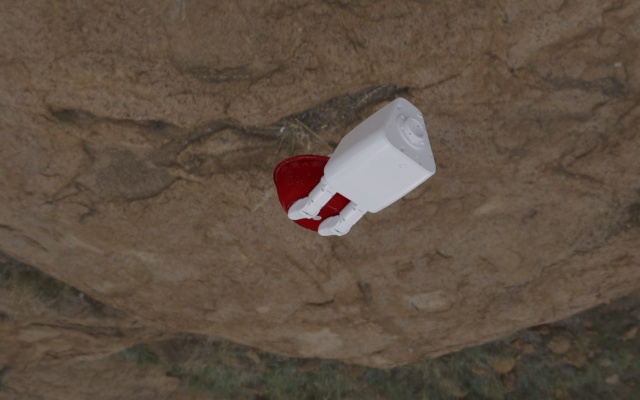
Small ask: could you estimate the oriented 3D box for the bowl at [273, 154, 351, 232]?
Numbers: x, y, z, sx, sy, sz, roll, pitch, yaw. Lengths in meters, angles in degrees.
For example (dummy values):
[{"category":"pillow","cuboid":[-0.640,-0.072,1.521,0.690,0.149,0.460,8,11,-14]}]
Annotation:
[{"category":"bowl","cuboid":[0.000,0.003,0.711,0.162,0.055,0.162,11,-30,7]}]
